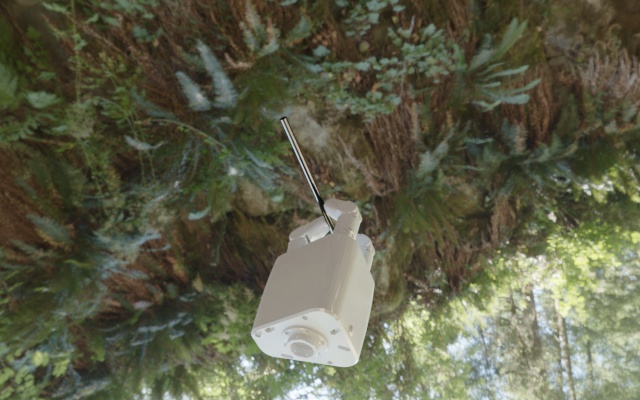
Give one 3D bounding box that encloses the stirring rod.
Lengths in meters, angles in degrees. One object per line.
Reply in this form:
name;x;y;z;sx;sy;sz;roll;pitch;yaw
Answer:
stirring rod;0.000;0.002;0.595;0.011;0.240;0.011;-17;32;11
